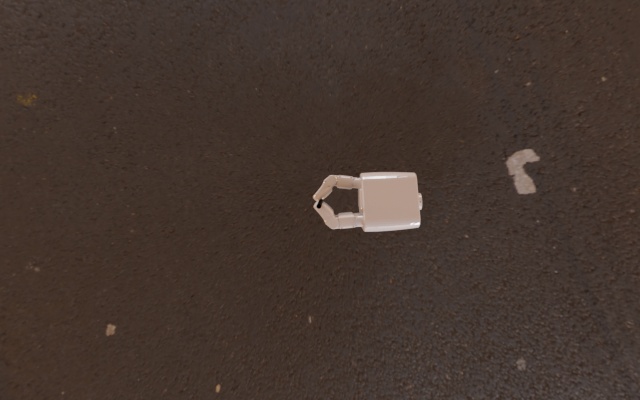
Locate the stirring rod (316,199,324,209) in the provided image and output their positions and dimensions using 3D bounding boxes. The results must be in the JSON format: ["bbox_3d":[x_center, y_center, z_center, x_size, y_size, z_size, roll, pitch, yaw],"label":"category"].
[{"bbox_3d":[0.000,0.003,0.882,0.011,0.011,0.239,0,3,1],"label":"stirring rod"}]
